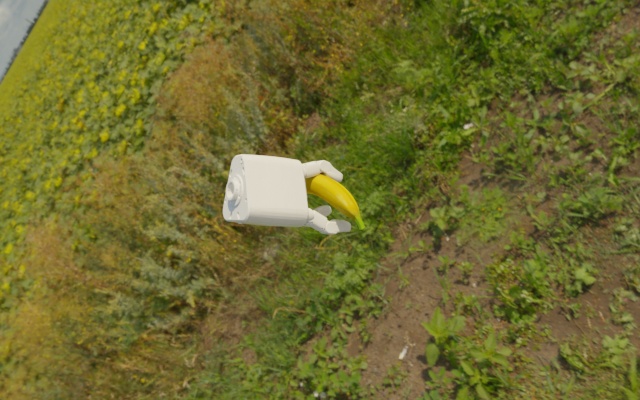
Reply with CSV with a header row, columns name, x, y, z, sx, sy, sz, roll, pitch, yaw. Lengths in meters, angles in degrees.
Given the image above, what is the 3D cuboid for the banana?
name,x,y,z,sx,sy,sz,roll,pitch,yaw
banana,0.002,-0.013,0.826,0.037,0.070,0.197,-19,32,-32
